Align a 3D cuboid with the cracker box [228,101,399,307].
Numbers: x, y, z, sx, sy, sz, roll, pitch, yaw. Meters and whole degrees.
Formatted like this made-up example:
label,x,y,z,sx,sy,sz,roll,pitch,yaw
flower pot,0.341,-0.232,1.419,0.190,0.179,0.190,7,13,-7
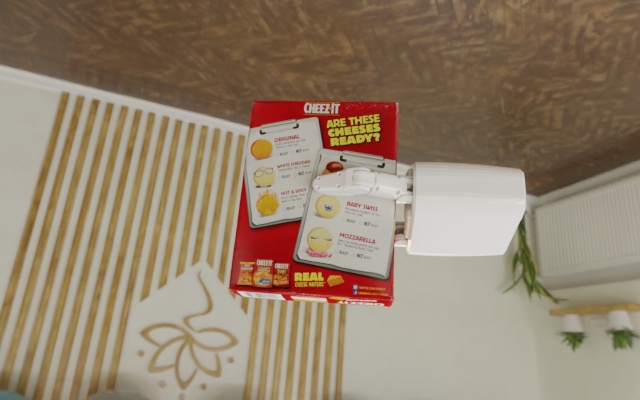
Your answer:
label,x,y,z,sx,sy,sz,roll,pitch,yaw
cracker box,0.000,0.002,0.520,0.164,0.213,0.072,2,-19,6
